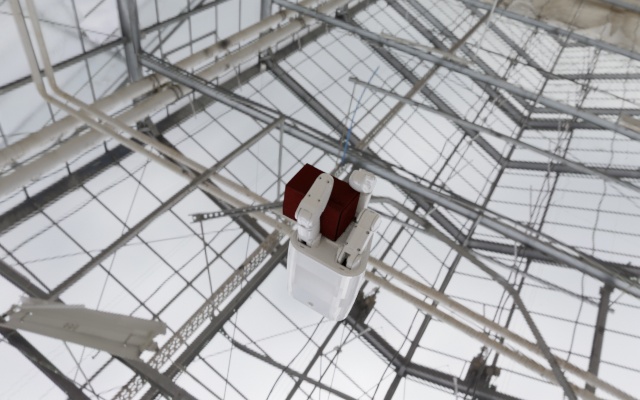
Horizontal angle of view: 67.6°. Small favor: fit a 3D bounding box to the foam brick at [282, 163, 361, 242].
[{"bbox_3d":[0.000,0.002,0.575,0.078,0.051,0.053,28,47,17],"label":"foam brick"}]
